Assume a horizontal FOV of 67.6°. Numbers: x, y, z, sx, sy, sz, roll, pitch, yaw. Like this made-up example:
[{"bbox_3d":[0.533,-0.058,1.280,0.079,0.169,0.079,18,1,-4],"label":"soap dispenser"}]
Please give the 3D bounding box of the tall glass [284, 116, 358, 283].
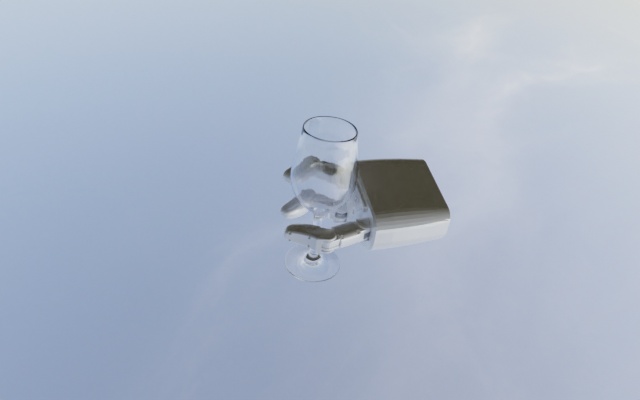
[{"bbox_3d":[0.000,0.002,0.578,0.079,0.201,0.079,5,36,-3],"label":"tall glass"}]
